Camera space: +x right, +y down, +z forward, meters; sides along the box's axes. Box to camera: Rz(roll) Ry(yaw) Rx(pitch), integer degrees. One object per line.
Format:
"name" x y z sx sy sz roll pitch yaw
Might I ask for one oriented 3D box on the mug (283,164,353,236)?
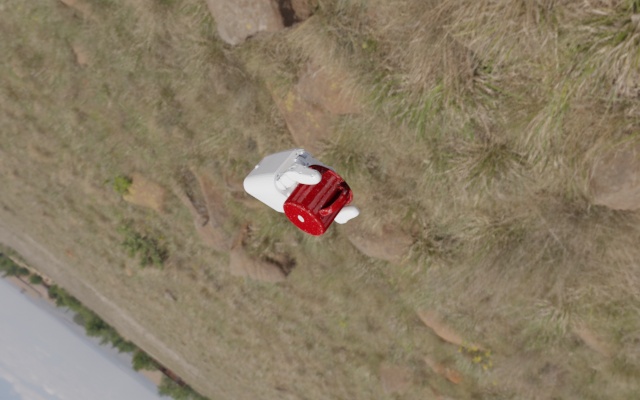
"mug" 0.001 0.003 0.763 0.117 0.081 0.093 -1 -45 53
